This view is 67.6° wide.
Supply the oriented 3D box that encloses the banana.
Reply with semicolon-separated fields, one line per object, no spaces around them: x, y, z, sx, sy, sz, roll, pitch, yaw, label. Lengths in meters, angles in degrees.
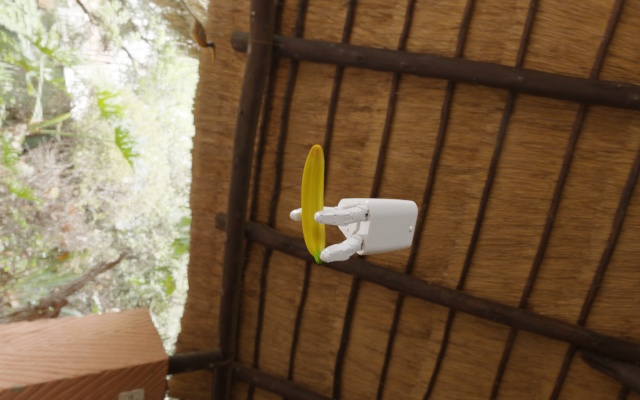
-0.008;0.008;0.810;0.037;0.198;0.069;-1;-6;-26;banana
